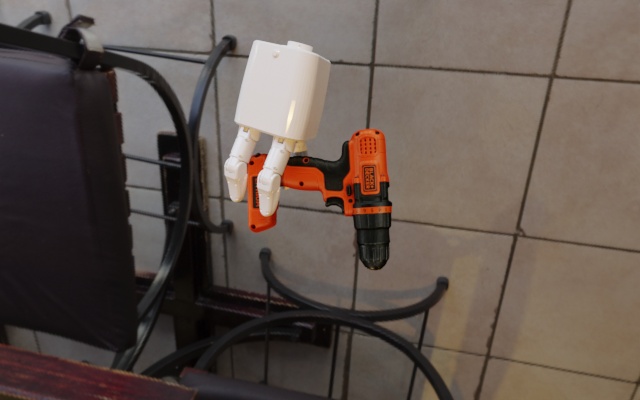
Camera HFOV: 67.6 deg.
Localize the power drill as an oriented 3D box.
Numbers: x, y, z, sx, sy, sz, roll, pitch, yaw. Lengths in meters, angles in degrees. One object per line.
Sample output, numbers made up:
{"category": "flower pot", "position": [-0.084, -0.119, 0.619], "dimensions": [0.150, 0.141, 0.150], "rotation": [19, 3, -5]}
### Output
{"category": "power drill", "position": [0.000, 0.002, 0.634], "dimensions": [0.187, 0.184, 0.057], "rotation": [-3, -3, 6]}
